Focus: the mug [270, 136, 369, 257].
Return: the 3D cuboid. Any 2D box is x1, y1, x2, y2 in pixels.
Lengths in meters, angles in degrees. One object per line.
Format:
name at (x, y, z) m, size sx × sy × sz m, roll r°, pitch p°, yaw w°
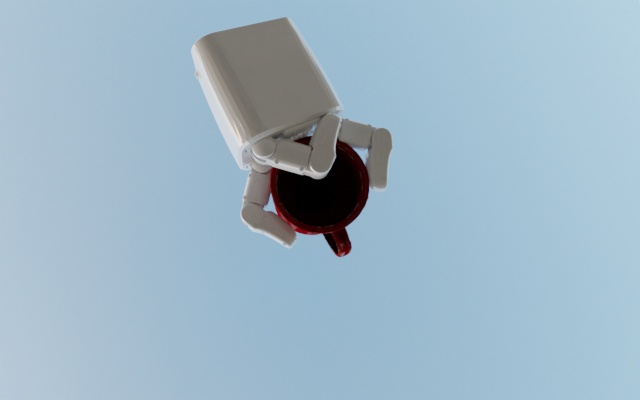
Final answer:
mug at (0.001, 0.003, 0.477) m, size 0.093 × 0.117 × 0.081 m, roll -26°, pitch -5°, yaw -11°
